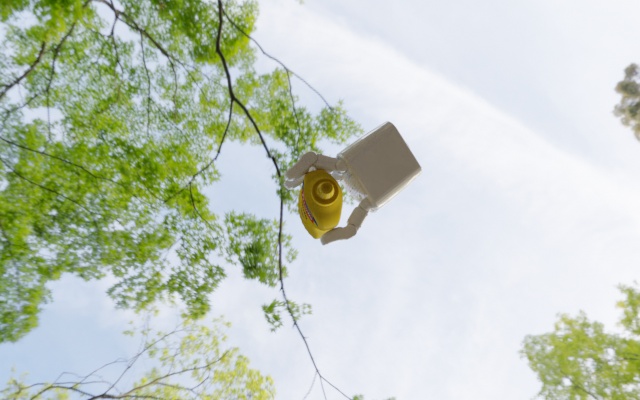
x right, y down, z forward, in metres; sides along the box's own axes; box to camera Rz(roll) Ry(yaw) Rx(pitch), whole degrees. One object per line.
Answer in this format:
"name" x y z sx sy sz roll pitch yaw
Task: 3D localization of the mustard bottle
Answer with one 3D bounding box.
"mustard bottle" 0.000 0.003 0.766 0.058 0.096 0.192 -14 -11 -9
